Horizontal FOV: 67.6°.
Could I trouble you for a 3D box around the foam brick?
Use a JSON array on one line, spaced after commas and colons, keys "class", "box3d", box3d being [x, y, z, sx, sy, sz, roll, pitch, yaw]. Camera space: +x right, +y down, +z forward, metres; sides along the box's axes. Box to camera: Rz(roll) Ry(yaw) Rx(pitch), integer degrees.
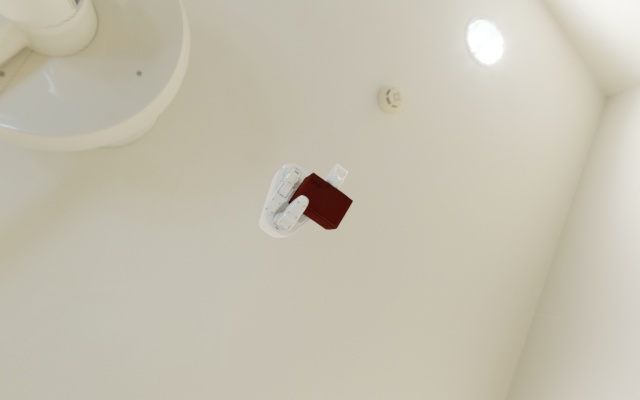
[{"class": "foam brick", "box3d": [0.000, 0.003, 0.729, 0.078, 0.053, 0.051, 36, -15, -8]}]
